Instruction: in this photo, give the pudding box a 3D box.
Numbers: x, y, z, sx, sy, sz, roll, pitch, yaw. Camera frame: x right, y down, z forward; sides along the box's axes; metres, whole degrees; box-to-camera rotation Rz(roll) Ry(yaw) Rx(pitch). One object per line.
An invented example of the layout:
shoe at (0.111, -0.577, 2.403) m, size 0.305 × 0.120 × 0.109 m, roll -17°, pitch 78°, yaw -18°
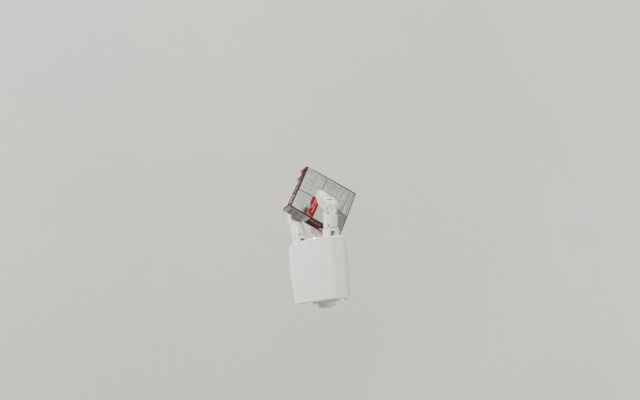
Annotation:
pudding box at (0.000, 0.003, 0.884) m, size 0.113 × 0.090 × 0.039 m, roll 30°, pitch -25°, yaw -15°
